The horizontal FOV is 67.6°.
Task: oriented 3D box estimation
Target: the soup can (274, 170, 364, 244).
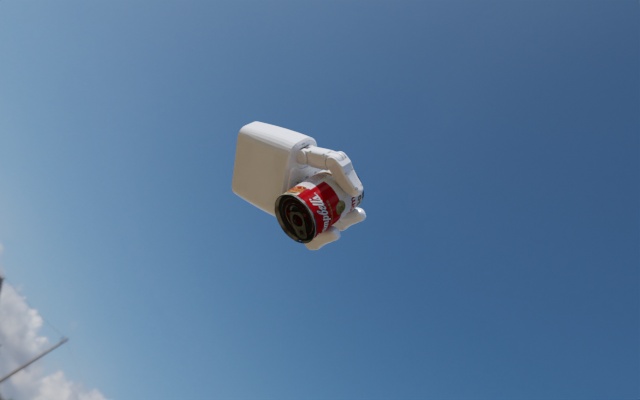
[{"bbox_3d":[0.001,0.002,0.616,0.068,0.068,0.102,0,25,45],"label":"soup can"}]
